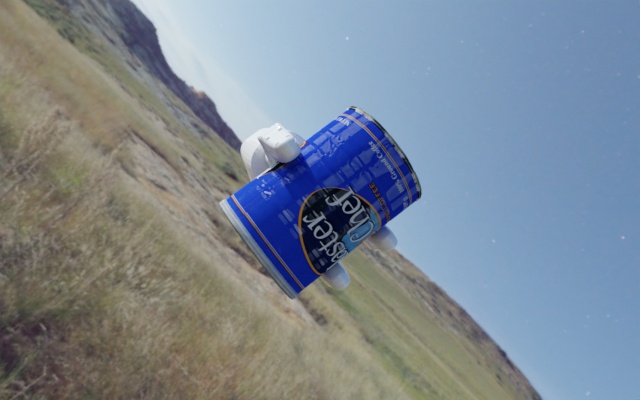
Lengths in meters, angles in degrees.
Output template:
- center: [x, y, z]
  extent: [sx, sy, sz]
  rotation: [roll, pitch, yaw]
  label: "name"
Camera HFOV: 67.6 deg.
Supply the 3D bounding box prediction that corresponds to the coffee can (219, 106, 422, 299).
- center: [0.000, 0.001, 0.413]
  extent: [0.140, 0.103, 0.103]
  rotation: [-37, 5, -7]
  label: "coffee can"
